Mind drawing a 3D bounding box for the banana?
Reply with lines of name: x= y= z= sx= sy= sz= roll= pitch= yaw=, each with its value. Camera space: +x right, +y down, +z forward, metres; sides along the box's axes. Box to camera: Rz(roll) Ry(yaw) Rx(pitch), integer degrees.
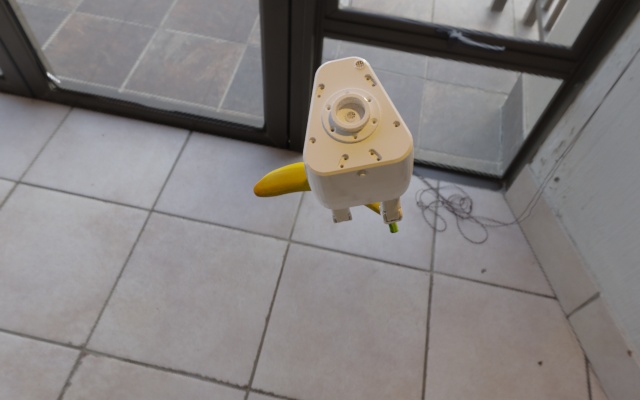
banana: x=0.008 y=-0.015 z=0.602 sx=0.198 sy=0.069 sz=0.037 roll=16 pitch=8 yaw=15
